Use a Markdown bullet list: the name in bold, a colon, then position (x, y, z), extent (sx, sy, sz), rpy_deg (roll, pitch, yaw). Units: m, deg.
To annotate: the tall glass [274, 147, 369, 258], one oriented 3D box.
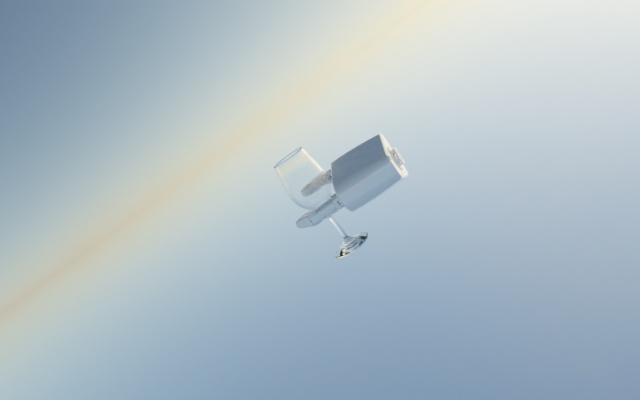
- **tall glass**: position (0.000, 0.003, 0.855), extent (0.079, 0.201, 0.079), rpy_deg (-35, 12, 8)
